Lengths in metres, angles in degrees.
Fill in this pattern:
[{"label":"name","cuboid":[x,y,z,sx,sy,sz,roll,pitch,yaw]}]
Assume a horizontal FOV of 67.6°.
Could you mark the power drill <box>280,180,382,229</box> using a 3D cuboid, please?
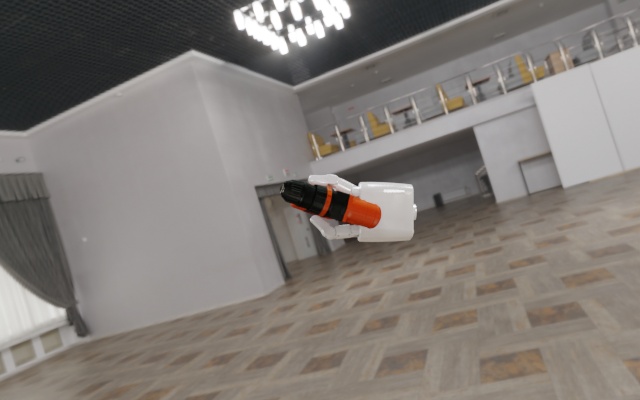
[{"label":"power drill","cuboid":[0.000,0.003,0.884,0.184,0.057,0.187,19,-1,-16]}]
